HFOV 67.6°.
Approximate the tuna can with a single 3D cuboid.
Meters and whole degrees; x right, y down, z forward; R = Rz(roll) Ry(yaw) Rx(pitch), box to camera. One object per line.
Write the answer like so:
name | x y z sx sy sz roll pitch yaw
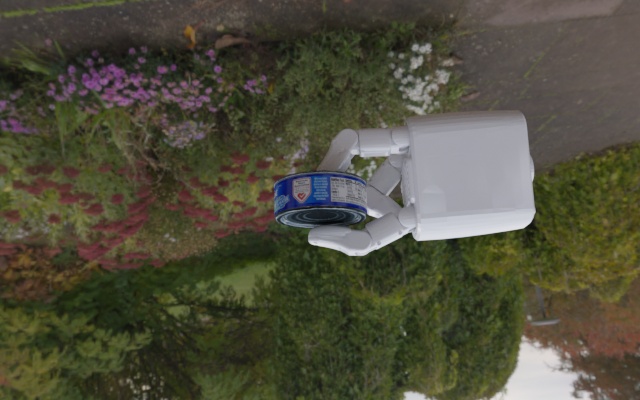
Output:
tuna can | 0.000 0.002 0.437 0.086 0.033 0.086 -1 -15 0
